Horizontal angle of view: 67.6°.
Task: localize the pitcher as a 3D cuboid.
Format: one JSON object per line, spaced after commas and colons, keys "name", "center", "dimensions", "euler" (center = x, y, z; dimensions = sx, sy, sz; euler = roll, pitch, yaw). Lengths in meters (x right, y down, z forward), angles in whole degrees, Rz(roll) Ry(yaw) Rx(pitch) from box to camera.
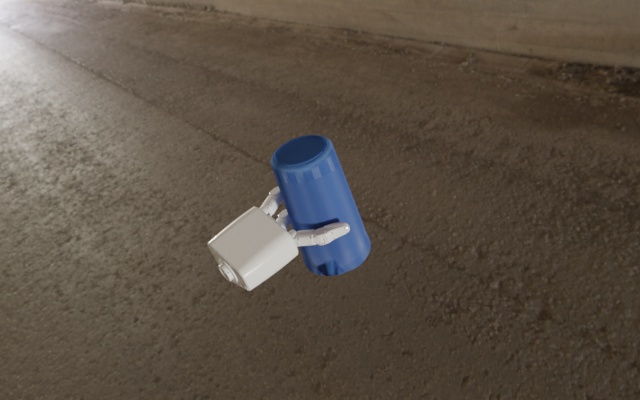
{"name": "pitcher", "center": [0.000, 0.003, 0.861], "dimensions": [0.145, 0.243, 0.149], "euler": [-36, 39, -22]}
